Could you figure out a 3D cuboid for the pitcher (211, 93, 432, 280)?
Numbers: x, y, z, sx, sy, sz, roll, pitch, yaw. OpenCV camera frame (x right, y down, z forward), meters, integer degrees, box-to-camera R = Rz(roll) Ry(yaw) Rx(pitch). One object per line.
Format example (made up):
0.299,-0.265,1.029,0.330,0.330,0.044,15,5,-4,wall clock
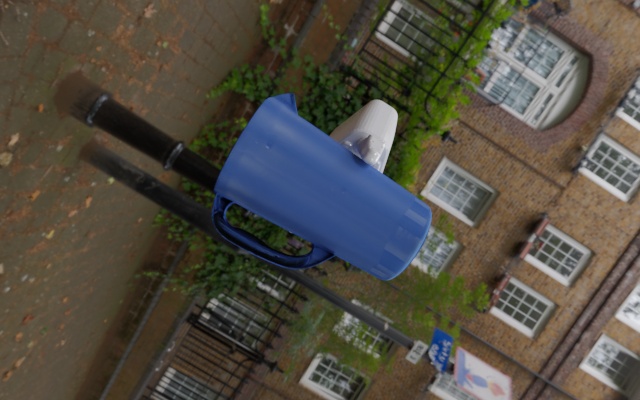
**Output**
0.000,0.002,0.573,0.243,0.149,0.145,31,38,-5,pitcher
